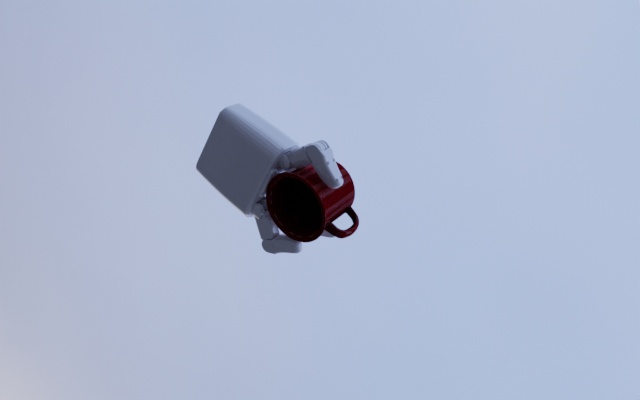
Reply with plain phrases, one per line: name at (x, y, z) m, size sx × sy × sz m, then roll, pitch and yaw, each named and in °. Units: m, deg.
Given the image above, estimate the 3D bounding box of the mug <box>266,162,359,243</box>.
mug at (0.001, 0.003, 0.608) m, size 0.117 × 0.093 × 0.081 m, roll 38°, pitch 41°, yaw 17°
